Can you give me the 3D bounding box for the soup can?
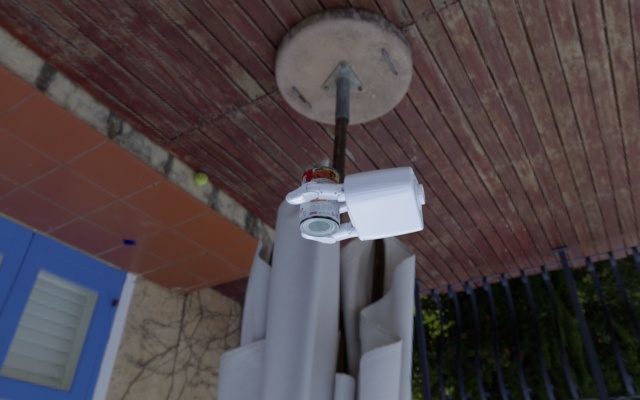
[{"bbox_3d":[0.000,0.003,0.798,0.068,0.102,0.068,1,-33,1],"label":"soup can"}]
